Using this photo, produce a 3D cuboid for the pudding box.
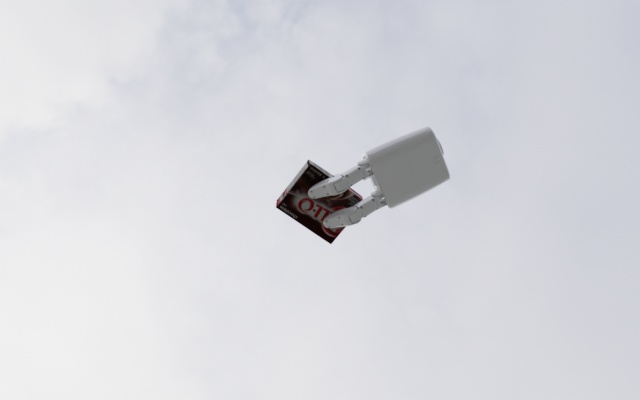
[{"bbox_3d":[0.000,0.002,0.754,0.113,0.090,0.039,35,14,-14],"label":"pudding box"}]
